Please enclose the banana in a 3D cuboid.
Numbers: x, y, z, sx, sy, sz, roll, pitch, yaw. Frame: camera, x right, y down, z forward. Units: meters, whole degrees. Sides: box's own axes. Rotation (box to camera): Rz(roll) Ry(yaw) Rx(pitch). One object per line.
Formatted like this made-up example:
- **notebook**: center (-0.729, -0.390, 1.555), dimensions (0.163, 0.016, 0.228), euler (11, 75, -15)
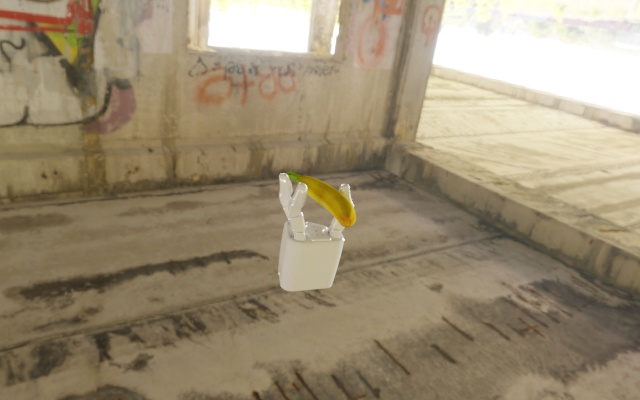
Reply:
- **banana**: center (0.013, 0.002, 0.837), dimensions (0.069, 0.037, 0.197), euler (1, 23, -37)
